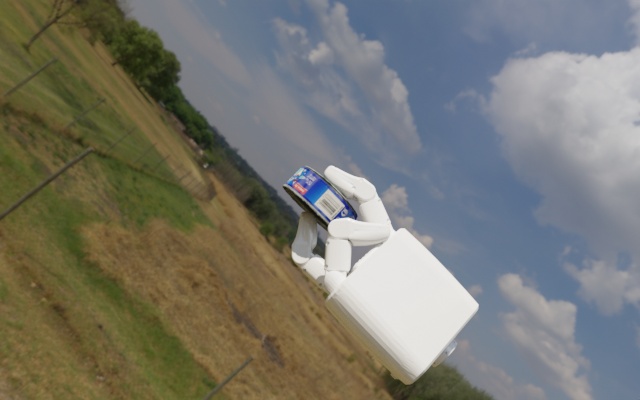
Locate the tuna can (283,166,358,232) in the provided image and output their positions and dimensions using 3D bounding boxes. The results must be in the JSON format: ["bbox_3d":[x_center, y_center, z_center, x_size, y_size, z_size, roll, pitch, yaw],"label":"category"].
[{"bbox_3d":[0.000,0.001,0.529,0.086,0.034,0.086,43,-7,6],"label":"tuna can"}]
